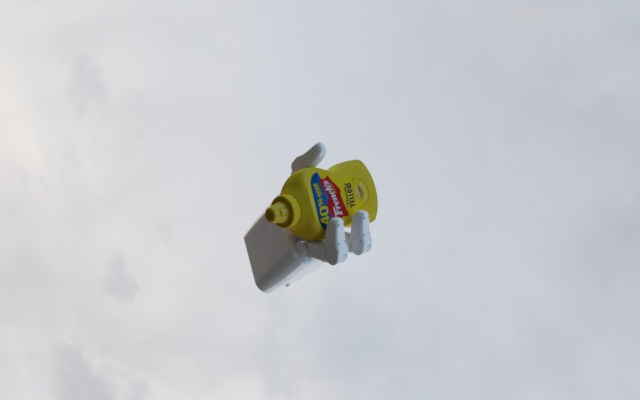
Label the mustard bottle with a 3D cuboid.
[{"bbox_3d":[0.000,0.002,0.636,0.058,0.096,0.191,-11,2,41],"label":"mustard bottle"}]
